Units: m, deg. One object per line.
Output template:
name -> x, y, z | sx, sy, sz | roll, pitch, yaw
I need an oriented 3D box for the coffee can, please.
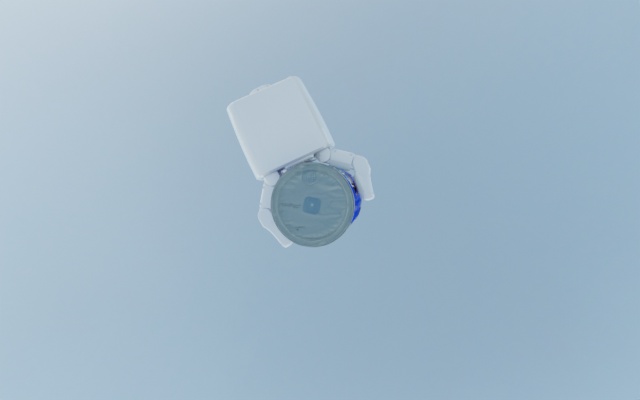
coffee can -> 0.000, 0.002, 0.640 | 0.103, 0.103, 0.140 | 0, 3, 9
